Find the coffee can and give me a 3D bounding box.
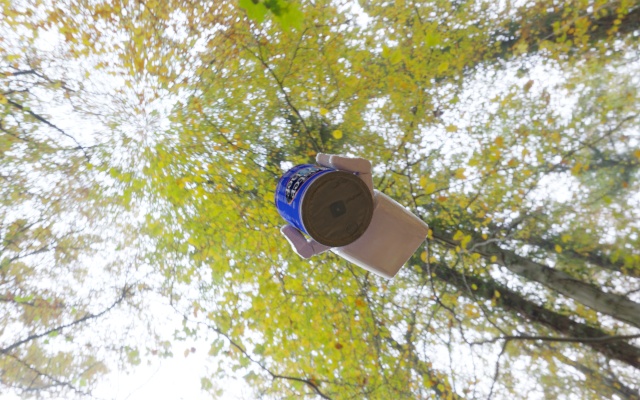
[{"bbox_3d":[0.000,0.002,0.690,0.103,0.103,0.140,0,8,-20],"label":"coffee can"}]
